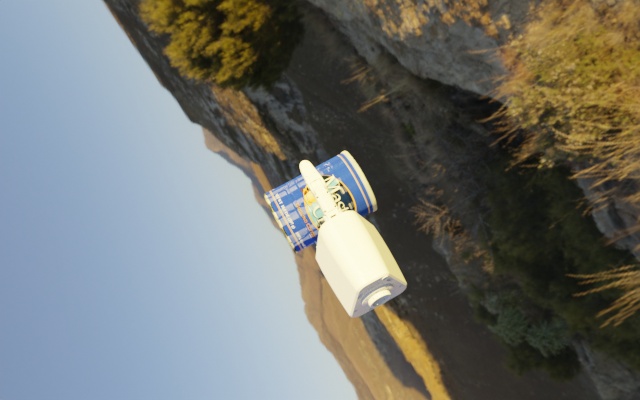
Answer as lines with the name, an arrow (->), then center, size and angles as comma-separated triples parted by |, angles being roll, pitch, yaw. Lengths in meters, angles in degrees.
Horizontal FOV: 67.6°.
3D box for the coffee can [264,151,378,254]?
coffee can -> 0.000, 0.002, 0.722 | 0.140, 0.103, 0.103 | -28, 2, -3
